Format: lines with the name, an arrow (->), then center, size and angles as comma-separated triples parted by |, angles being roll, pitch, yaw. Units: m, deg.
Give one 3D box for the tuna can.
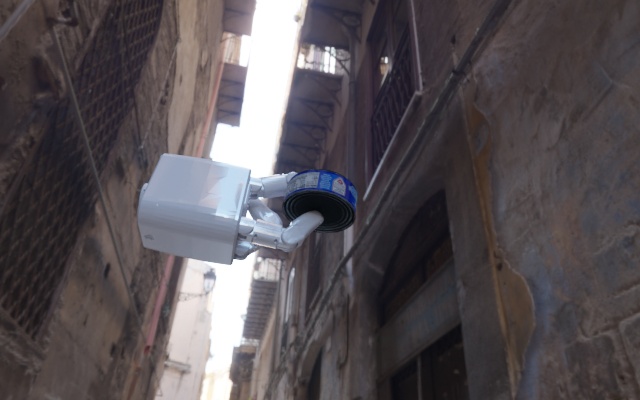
tuna can -> 0.000, 0.001, 0.558 | 0.086, 0.033, 0.086 | 6, -35, 5
